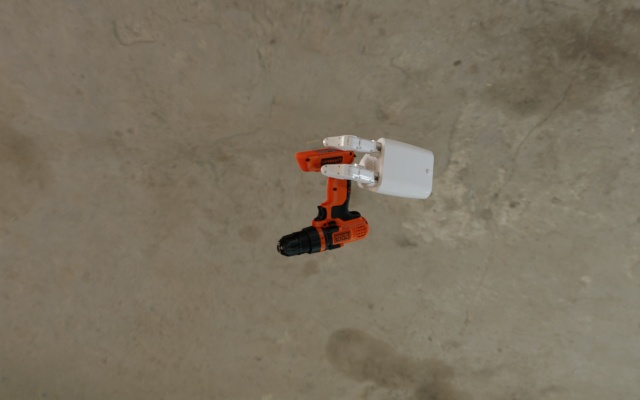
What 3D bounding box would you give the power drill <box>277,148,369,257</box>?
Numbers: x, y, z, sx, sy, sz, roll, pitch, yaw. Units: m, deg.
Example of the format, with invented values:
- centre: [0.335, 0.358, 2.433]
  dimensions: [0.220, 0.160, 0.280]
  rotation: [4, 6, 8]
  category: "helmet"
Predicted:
- centre: [0.000, 0.002, 0.870]
  dimensions: [0.184, 0.188, 0.057]
  rotation: [-13, 19, -26]
  category: "power drill"
